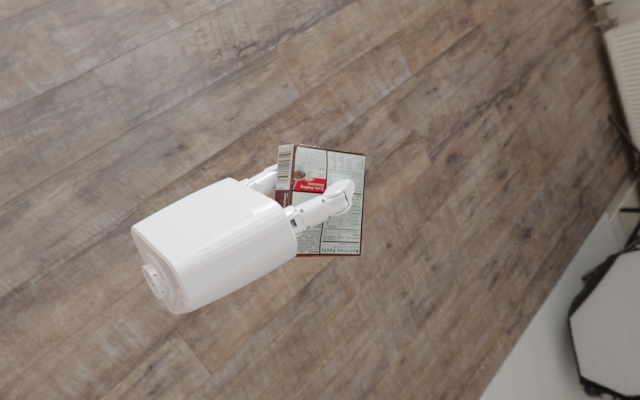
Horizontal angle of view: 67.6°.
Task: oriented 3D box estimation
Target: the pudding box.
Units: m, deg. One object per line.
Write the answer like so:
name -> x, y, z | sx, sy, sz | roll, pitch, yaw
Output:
pudding box -> 0.000, 0.002, 0.495 | 0.090, 0.113, 0.039 | 5, 0, -31
